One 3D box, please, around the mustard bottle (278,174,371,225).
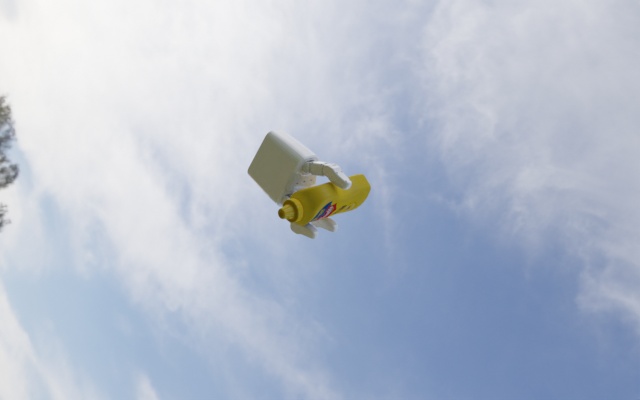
[{"bbox_3d":[0.001,0.003,0.857,0.191,0.058,0.096,-16,-18,-44],"label":"mustard bottle"}]
